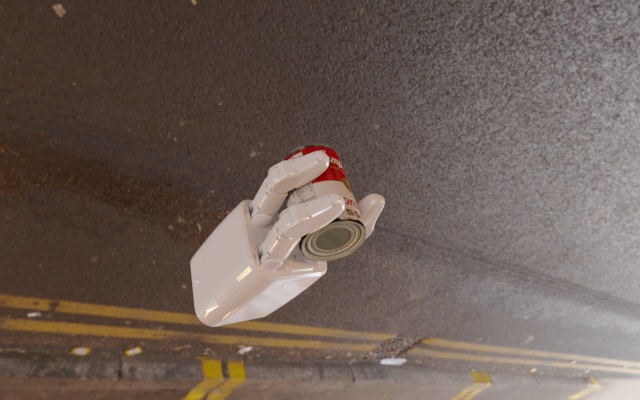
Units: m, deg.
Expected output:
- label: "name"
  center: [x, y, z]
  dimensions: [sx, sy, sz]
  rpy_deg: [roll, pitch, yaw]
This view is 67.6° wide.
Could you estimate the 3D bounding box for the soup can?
- label: "soup can"
  center: [0.001, 0.002, 0.483]
  dimensions: [0.068, 0.102, 0.069]
  rpy_deg: [-11, -38, -9]
